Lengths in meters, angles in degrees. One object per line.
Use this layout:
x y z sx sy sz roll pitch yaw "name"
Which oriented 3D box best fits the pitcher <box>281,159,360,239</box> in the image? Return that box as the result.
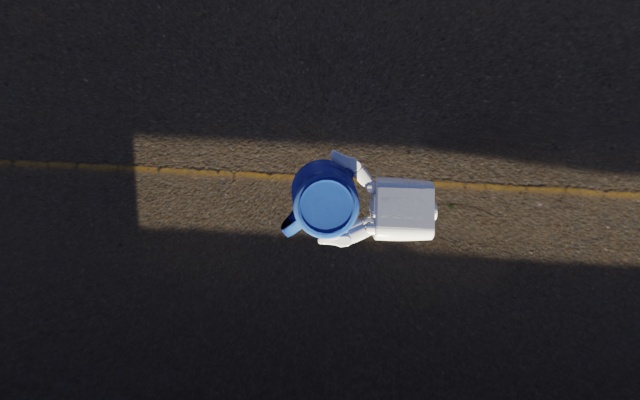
0.000 0.003 0.876 0.145 0.149 0.243 5 7 -1 "pitcher"
